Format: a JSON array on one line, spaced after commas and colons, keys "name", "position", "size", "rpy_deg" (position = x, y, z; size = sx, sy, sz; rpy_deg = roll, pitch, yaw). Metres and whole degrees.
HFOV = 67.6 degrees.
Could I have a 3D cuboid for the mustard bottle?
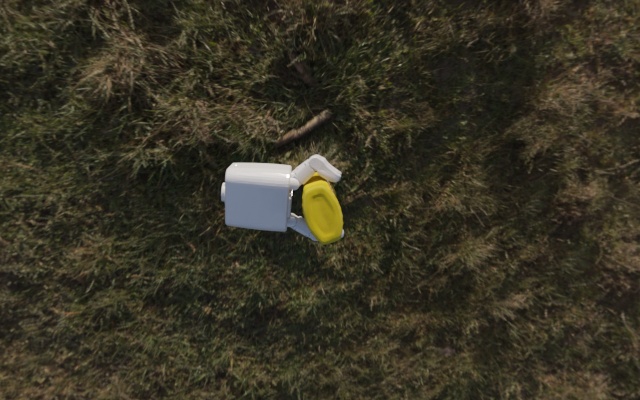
[{"name": "mustard bottle", "position": [0.000, 0.003, 0.815], "size": [0.058, 0.096, 0.191], "rpy_deg": [-19, 13, 2]}]
